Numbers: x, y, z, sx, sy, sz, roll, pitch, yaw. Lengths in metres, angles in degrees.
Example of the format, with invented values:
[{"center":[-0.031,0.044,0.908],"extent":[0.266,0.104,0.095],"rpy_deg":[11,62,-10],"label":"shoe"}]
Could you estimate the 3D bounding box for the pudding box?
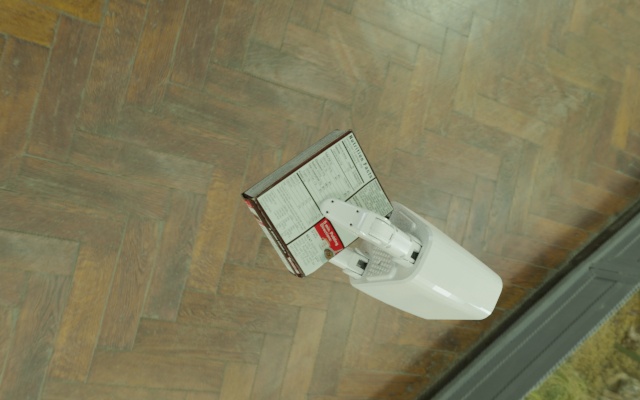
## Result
[{"center":[0.000,0.001,0.431],"extent":[0.113,0.090,0.039],"rpy_deg":[-37,18,-19],"label":"pudding box"}]
